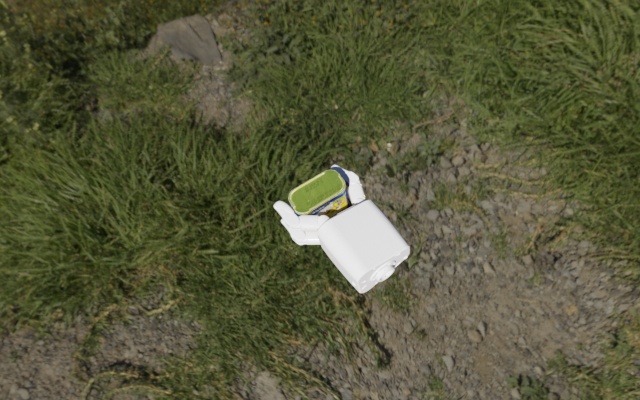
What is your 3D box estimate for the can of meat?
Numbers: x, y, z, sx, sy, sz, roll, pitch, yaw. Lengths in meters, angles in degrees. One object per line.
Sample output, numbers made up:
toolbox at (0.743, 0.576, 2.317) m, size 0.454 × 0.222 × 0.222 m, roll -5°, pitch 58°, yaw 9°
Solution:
can of meat at (0.000, 0.002, 0.817) m, size 0.102 × 0.057 × 0.084 m, roll -31°, pitch -27°, yaw -7°
